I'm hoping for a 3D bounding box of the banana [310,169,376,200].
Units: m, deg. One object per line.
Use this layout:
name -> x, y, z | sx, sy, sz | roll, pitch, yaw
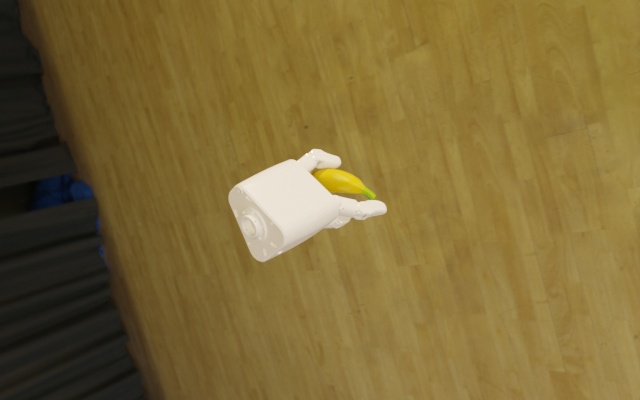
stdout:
banana -> -0.005, -0.015, 0.773 | 0.198, 0.070, 0.037 | -9, 19, 45
